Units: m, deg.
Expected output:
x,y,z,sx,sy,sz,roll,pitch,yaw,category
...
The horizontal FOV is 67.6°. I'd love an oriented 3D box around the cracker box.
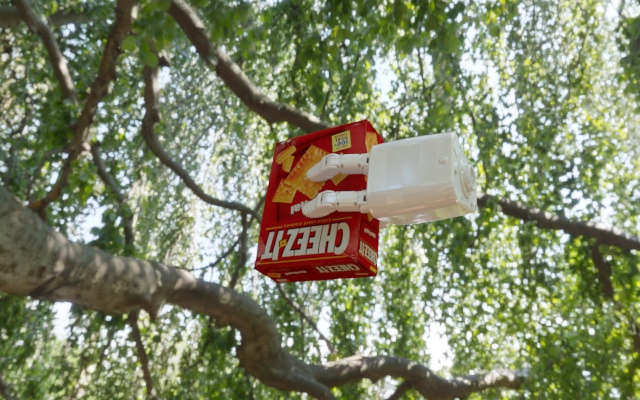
x,y,z,sx,sy,sz,roll,pitch,yaw,category
0.000,0.002,0.684,0.164,0.213,0.072,-9,-31,30,cracker box
